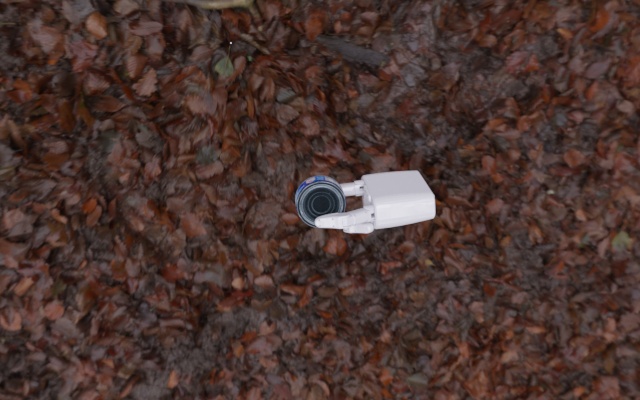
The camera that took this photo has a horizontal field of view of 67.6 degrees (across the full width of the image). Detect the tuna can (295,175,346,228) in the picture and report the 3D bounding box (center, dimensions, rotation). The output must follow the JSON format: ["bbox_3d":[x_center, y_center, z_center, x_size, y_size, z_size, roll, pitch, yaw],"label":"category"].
[{"bbox_3d":[0.000,0.003,0.809,0.086,0.086,0.033,0,19,-5],"label":"tuna can"}]
